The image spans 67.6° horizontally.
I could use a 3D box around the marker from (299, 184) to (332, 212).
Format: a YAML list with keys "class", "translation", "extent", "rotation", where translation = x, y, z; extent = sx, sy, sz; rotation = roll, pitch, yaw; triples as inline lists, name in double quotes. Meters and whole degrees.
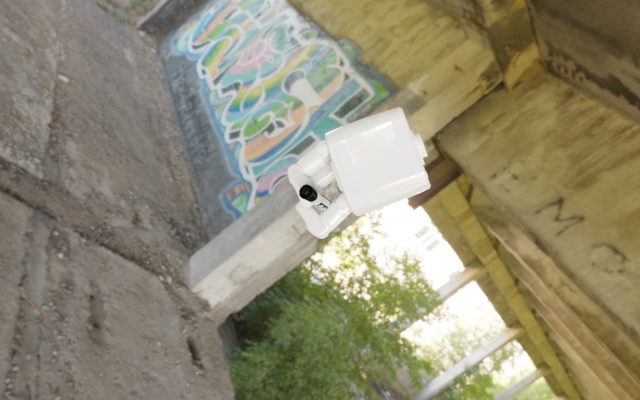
- class: "marker"
  translation: [0.000, 0.002, 0.624]
  extent: [0.020, 0.020, 0.121]
  rotation: [0, -14, 19]
